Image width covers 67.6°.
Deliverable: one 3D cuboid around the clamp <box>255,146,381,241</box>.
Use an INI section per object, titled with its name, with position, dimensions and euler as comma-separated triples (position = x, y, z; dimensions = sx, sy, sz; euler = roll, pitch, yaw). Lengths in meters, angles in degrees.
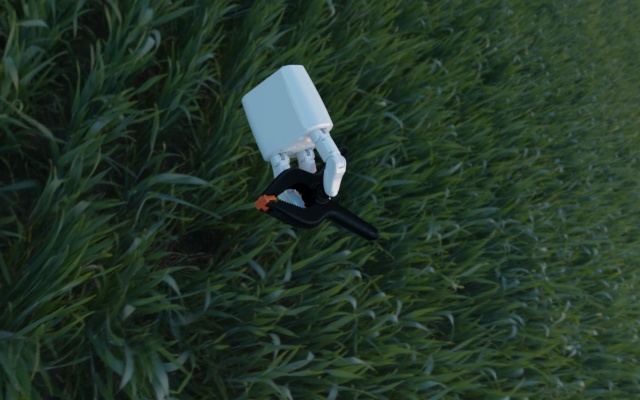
[clamp]
position = 0.000, 0.002, 0.710
dimensions = 0.210, 0.164, 0.036
euler = -15, -14, -44
